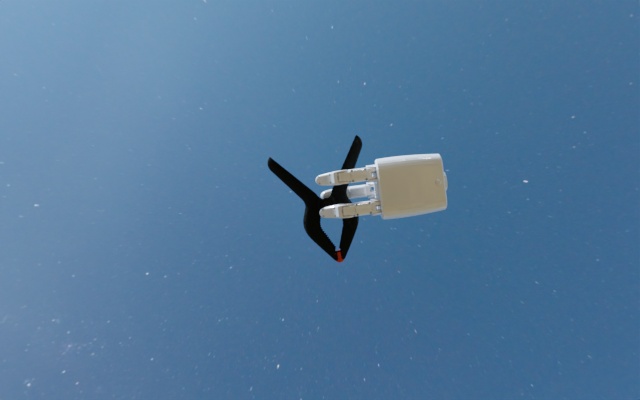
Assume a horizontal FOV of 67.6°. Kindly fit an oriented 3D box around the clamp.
[{"bbox_3d":[0.000,0.003,0.816,0.164,0.210,0.036,-7,1,5],"label":"clamp"}]
